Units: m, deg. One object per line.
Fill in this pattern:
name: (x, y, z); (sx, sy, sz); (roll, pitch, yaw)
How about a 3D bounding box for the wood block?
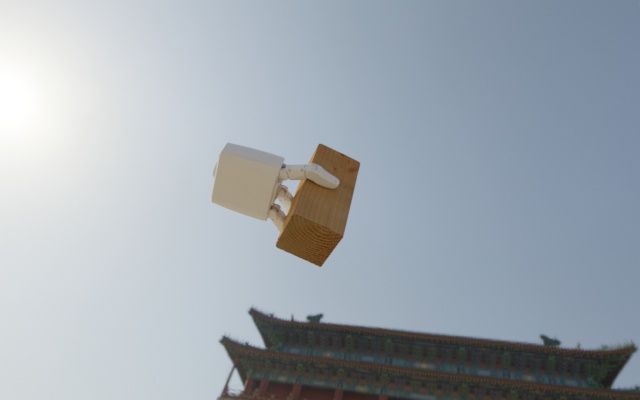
wood block: (0.000, 0.002, 0.850); (0.090, 0.091, 0.206); (25, 41, -7)
